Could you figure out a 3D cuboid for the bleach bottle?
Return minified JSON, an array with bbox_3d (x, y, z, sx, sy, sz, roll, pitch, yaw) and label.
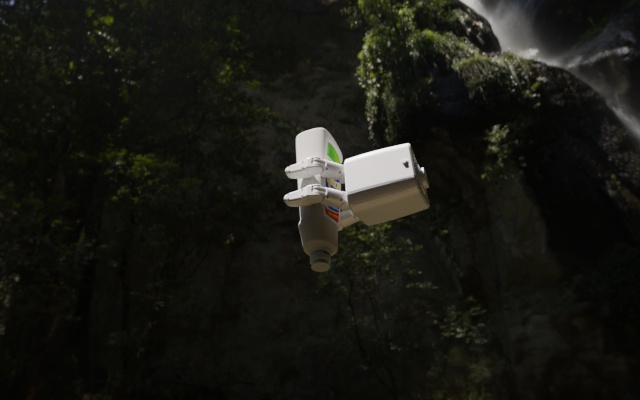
[{"bbox_3d":[0.000,0.002,0.778,0.068,0.250,0.103,-15,-39,17],"label":"bleach bottle"}]
